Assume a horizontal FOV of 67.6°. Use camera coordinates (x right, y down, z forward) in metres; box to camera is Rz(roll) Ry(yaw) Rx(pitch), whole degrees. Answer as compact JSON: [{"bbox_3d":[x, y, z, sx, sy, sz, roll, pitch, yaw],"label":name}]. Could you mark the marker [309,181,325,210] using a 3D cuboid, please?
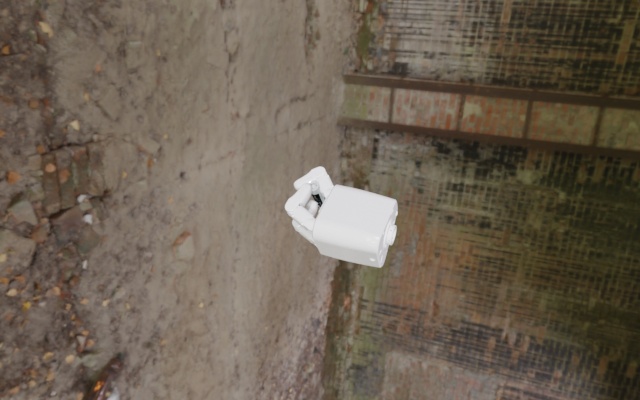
[{"bbox_3d":[0.000,0.003,0.842,0.020,0.020,0.121,0,-27,13],"label":"marker"}]
